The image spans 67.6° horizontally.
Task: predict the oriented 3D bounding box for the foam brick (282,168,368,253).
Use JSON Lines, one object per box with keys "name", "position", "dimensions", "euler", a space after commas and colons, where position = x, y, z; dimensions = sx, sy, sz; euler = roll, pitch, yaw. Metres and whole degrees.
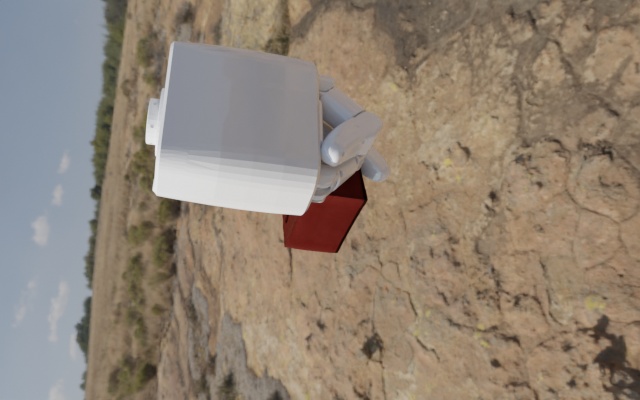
{"name": "foam brick", "position": [0.000, 0.002, 0.414], "dimensions": [0.051, 0.053, 0.078], "euler": [6, -42, -17]}
